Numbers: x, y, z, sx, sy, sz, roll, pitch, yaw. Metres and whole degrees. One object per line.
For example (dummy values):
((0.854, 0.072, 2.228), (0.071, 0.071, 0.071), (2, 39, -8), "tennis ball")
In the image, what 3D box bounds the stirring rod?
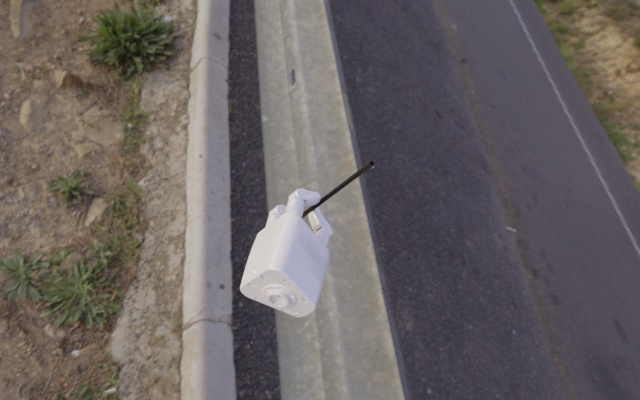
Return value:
((0.000, 0.003, 0.784), (0.011, 0.011, 0.240), (0, -29, -47), "stirring rod")
